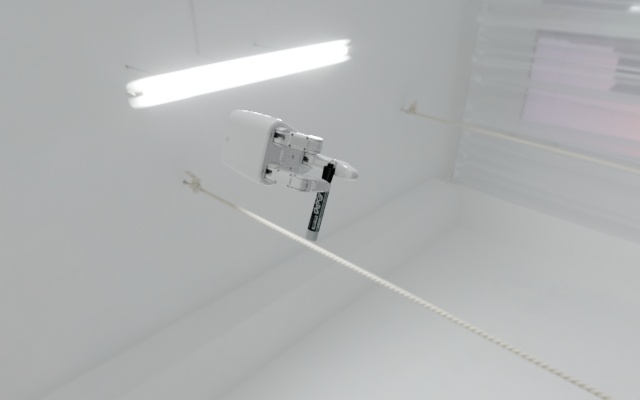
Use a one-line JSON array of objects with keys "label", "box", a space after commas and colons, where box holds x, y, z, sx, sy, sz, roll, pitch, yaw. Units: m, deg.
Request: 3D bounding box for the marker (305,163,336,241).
[{"label": "marker", "box": [0.000, 0.002, 0.724, 0.020, 0.121, 0.020, 14, 11, -3]}]
